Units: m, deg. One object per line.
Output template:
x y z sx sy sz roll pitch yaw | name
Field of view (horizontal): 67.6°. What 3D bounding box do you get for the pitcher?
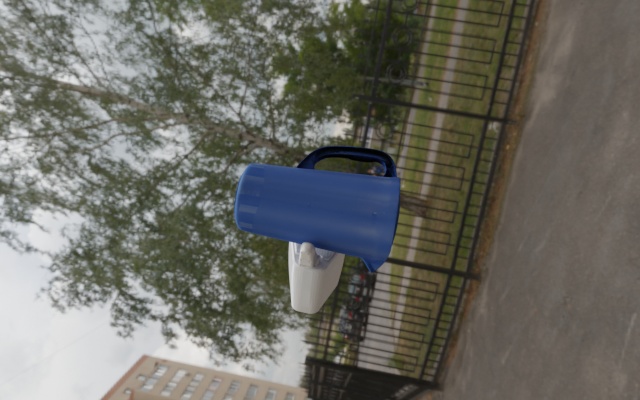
0.000 0.003 0.737 0.243 0.145 0.149 10 36 5 | pitcher
